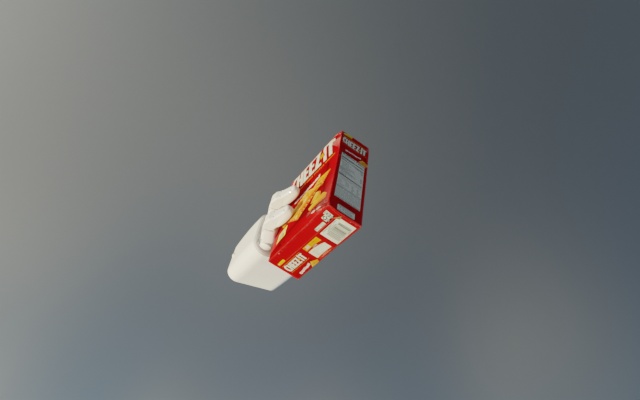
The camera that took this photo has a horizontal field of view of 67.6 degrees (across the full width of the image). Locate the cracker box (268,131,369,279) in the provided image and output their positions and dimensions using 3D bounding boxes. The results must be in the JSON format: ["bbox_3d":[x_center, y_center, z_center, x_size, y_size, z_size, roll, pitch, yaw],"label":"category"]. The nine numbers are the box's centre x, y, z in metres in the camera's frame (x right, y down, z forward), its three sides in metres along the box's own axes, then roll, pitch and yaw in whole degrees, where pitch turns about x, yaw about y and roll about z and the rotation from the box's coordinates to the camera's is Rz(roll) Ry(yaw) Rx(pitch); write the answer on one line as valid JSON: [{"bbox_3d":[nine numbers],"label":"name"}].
[{"bbox_3d":[0.000,0.003,0.809,0.072,0.213,0.164,34,-54,-18],"label":"cracker box"}]
